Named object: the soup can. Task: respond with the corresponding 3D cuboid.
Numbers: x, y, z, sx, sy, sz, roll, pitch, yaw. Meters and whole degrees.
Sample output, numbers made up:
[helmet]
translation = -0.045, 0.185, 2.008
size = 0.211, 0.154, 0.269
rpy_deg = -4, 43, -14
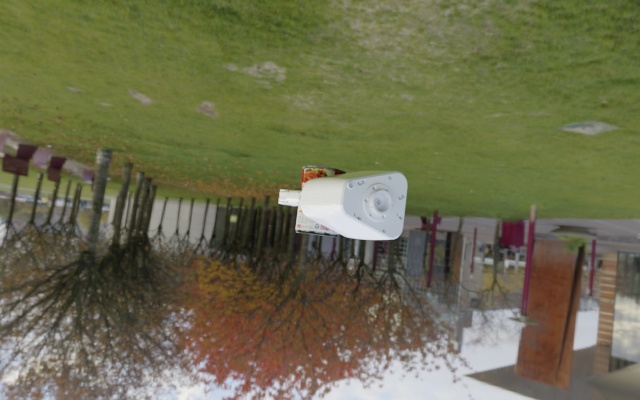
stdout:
[soup can]
translation = 0.000, 0.003, 0.738
size = 0.068, 0.102, 0.068
rpy_deg = 7, -4, 0
